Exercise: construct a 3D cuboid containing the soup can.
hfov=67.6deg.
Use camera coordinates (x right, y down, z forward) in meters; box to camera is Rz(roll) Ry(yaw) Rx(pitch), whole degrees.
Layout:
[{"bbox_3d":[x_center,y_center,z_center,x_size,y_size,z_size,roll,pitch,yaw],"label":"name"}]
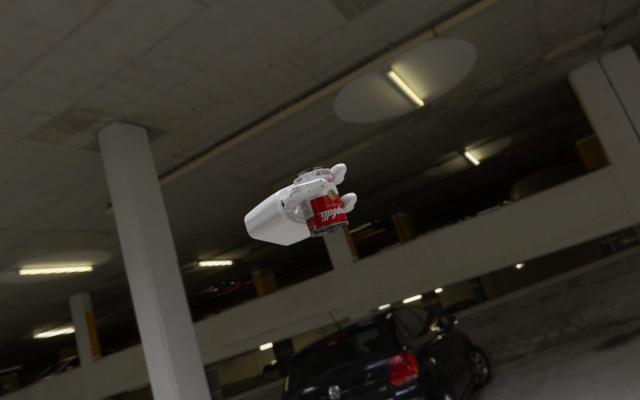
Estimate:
[{"bbox_3d":[0.000,0.002,0.806,0.068,0.102,0.068,-17,-14,-4],"label":"soup can"}]
